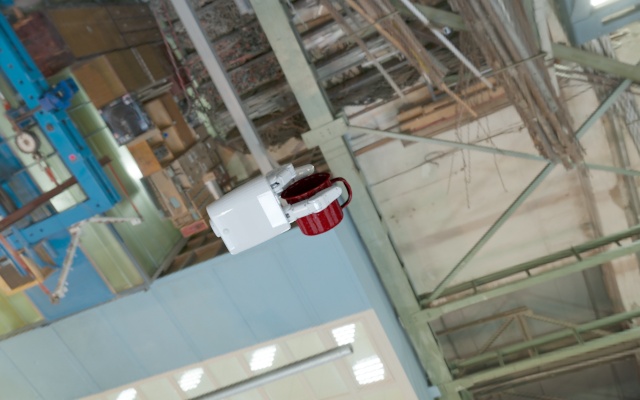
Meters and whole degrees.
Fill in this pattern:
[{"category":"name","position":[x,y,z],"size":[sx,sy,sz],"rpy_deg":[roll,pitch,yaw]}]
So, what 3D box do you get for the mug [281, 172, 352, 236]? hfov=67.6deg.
[{"category":"mug","position":[0.001,0.002,0.830],"size":[0.117,0.081,0.093],"rpy_deg":[-26,19,-4]}]
